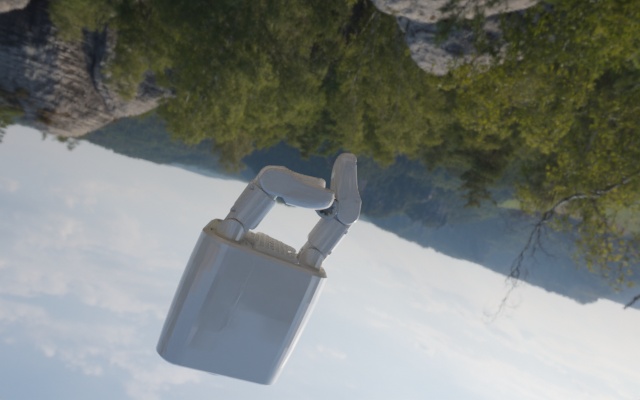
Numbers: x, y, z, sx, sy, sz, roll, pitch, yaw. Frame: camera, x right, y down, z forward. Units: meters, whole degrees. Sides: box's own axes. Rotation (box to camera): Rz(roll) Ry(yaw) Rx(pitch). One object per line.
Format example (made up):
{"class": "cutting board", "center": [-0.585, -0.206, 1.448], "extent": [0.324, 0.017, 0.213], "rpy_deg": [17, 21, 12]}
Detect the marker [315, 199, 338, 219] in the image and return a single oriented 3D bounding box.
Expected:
{"class": "marker", "center": [0.000, 0.001, 0.448], "extent": [0.020, 0.020, 0.121], "rpy_deg": [0, 4, -5]}
